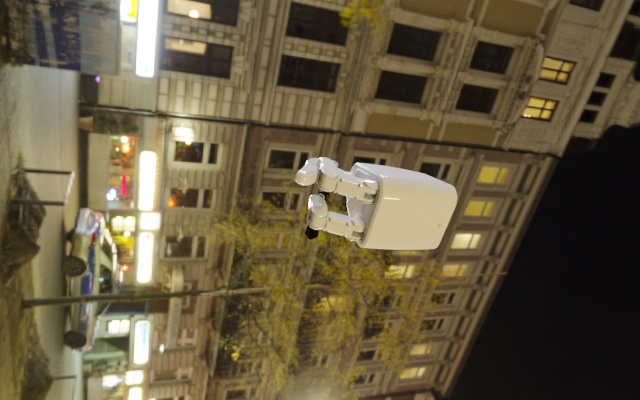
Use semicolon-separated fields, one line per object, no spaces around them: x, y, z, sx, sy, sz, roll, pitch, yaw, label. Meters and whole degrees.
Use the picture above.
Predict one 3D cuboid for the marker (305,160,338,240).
0.000;0.002;0.639;0.020;0.121;0.020;11;30;-7;marker
